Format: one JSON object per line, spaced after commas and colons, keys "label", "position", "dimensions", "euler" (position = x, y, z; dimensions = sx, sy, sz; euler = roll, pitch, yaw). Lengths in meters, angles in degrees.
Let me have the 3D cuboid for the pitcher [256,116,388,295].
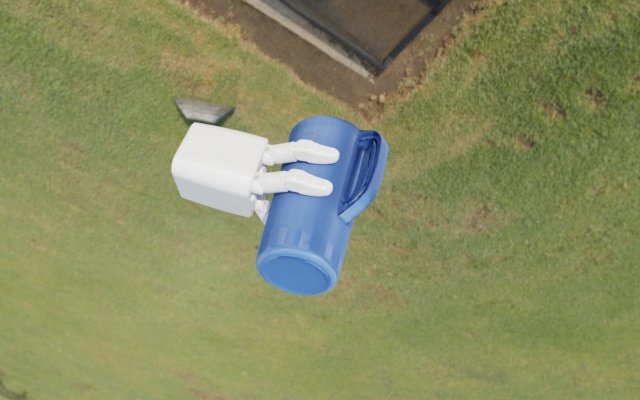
{"label": "pitcher", "position": [0.000, 0.002, 0.670], "dimensions": [0.145, 0.242, 0.149], "euler": [15, -39, -1]}
